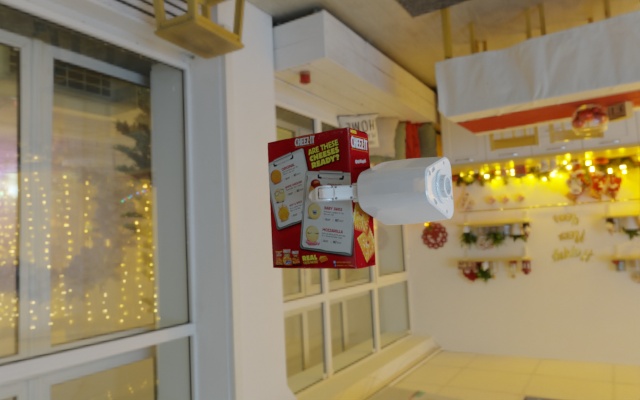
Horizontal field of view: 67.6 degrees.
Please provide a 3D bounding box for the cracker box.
[{"bbox_3d":[0.000,0.003,0.778,0.164,0.213,0.072,-5,-5,34],"label":"cracker box"}]
